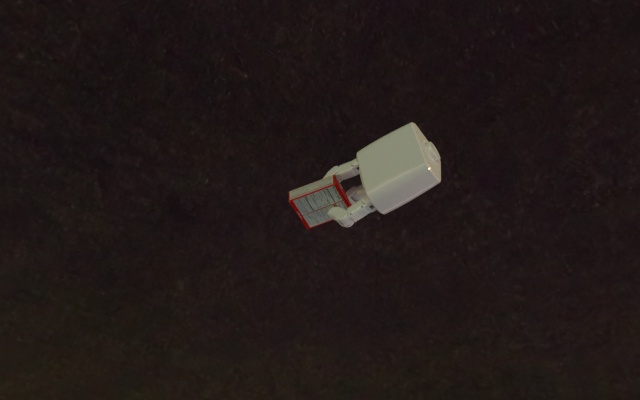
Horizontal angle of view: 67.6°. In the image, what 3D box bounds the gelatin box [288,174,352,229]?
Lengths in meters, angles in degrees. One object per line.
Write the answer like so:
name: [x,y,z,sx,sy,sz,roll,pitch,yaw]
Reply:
gelatin box: [0.000,0.003,0.815,0.089,0.073,0.030,-21,38,14]
